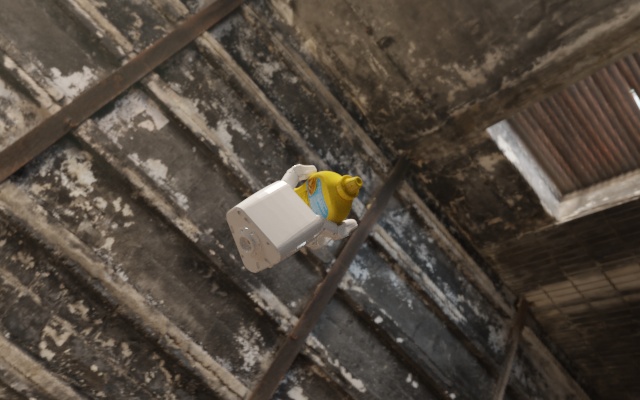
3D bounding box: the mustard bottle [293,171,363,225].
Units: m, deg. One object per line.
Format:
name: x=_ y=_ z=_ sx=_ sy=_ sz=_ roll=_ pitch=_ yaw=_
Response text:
mustard bottle: x=0.000 y=0.003 z=0.831 sx=0.058 sy=0.096 sz=0.192 roll=1 pitch=-21 yaw=-42
